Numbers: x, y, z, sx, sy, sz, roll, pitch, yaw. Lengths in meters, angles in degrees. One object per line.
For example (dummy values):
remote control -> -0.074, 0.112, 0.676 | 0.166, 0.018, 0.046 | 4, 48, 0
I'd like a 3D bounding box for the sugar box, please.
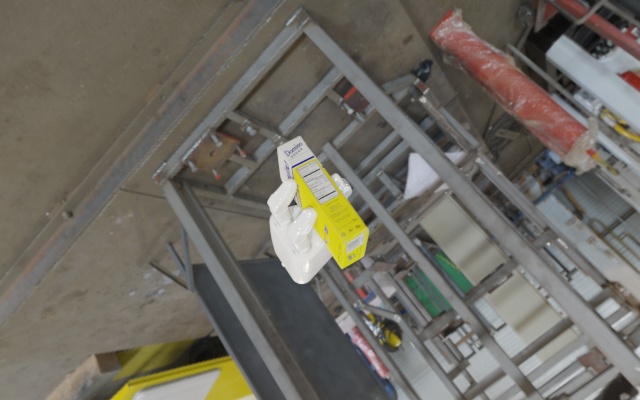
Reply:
sugar box -> 0.000, 0.003, 0.678 | 0.048, 0.176, 0.093 | -30, -25, -16
